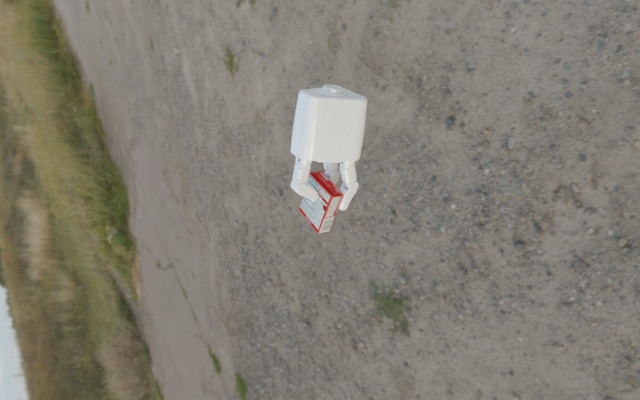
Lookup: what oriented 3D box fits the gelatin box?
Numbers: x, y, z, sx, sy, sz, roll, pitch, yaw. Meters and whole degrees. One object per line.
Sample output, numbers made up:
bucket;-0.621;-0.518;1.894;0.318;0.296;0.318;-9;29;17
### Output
gelatin box;0.000;0.003;0.867;0.030;0.089;0.073;-8;42;-36
